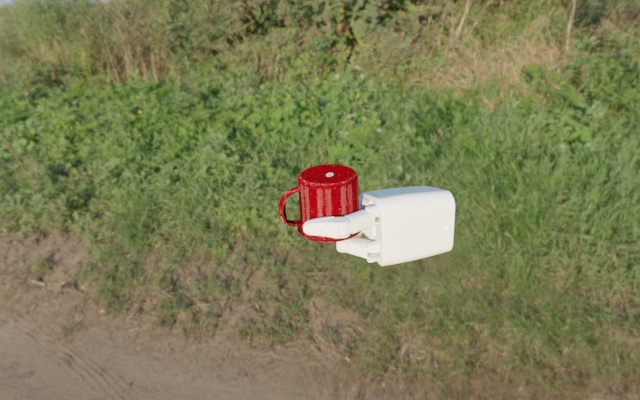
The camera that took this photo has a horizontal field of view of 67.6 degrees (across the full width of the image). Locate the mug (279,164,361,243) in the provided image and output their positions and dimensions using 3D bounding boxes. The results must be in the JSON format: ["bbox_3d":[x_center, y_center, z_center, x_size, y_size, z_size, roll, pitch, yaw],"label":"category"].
[{"bbox_3d":[-0.001,0.002,0.654,0.117,0.081,0.093,-9,25,-12],"label":"mug"}]
